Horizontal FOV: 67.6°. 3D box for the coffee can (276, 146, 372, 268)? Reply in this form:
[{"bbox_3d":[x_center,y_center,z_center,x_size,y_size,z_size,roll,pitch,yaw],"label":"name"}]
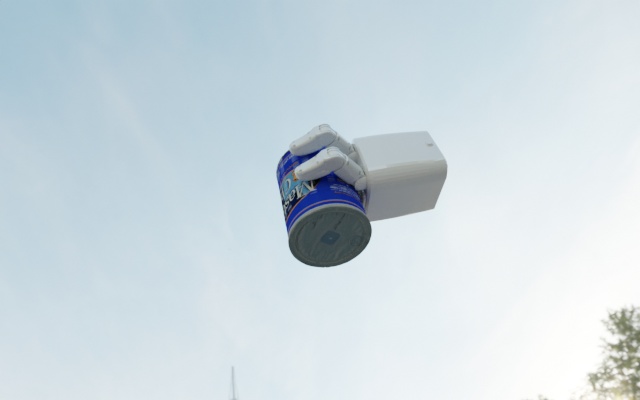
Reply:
[{"bbox_3d":[0.000,0.002,0.624,0.103,0.103,0.140,0,40,-13],"label":"coffee can"}]
